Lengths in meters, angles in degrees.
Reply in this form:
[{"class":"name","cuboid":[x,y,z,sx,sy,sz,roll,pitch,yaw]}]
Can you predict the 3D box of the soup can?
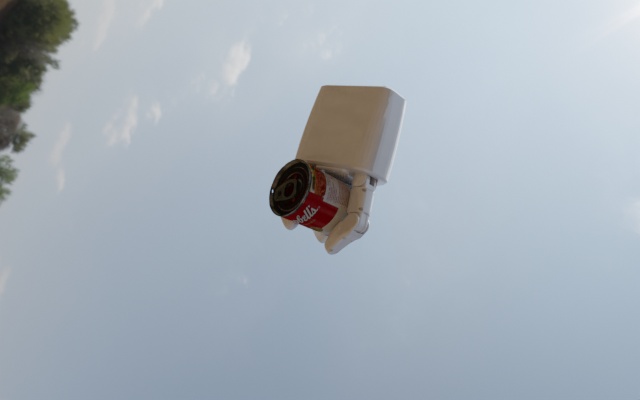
[{"class":"soup can","cuboid":[0.000,0.002,0.558,0.102,0.068,0.068,25,-17,-39]}]
